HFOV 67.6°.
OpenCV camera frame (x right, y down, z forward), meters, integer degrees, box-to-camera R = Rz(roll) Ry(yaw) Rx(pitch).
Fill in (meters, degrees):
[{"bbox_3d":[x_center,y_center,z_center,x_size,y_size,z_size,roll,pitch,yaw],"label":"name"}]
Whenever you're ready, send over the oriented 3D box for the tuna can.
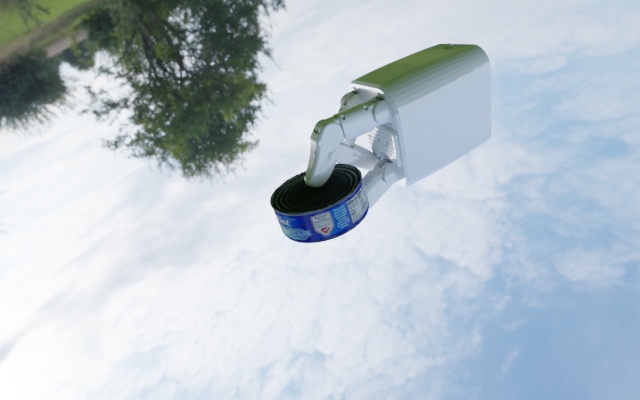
[{"bbox_3d":[0.000,0.002,0.433,0.086,0.034,0.086,-15,27,8],"label":"tuna can"}]
